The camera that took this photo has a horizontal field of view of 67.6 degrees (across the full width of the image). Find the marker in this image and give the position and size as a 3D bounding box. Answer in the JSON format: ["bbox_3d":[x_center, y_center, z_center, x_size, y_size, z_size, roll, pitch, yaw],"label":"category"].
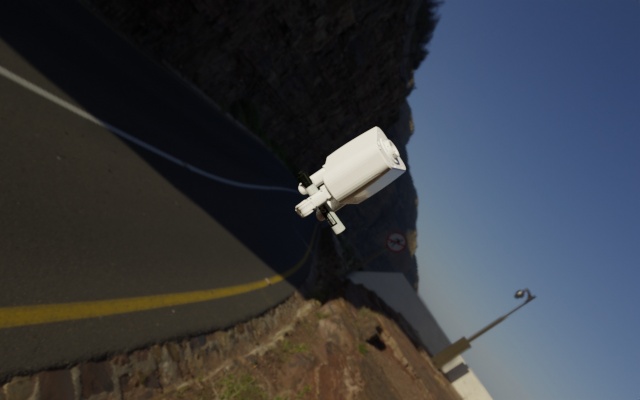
[{"bbox_3d":[0.000,0.003,0.797,0.020,0.121,0.020,-34,4,3],"label":"marker"}]
